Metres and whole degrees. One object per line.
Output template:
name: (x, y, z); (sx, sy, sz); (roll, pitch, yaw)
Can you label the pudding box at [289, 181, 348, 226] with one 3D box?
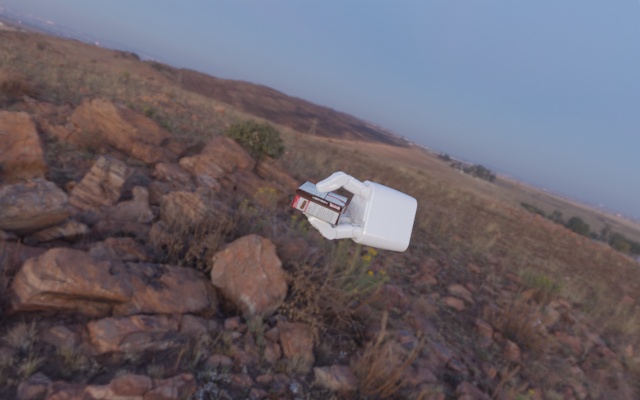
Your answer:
pudding box: (0.000, 0.003, 0.858); (0.090, 0.039, 0.113); (22, 9, 3)
